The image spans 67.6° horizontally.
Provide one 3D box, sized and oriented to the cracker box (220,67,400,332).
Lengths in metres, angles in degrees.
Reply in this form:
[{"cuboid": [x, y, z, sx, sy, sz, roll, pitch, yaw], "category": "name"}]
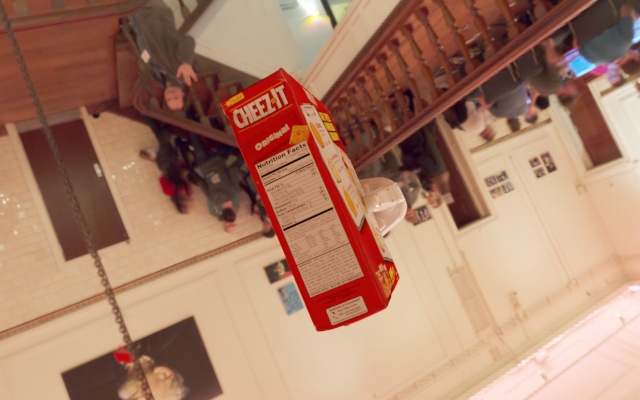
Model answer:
[{"cuboid": [0.000, 0.002, 0.462, 0.072, 0.213, 0.164, -25, -6, 12], "category": "cracker box"}]
